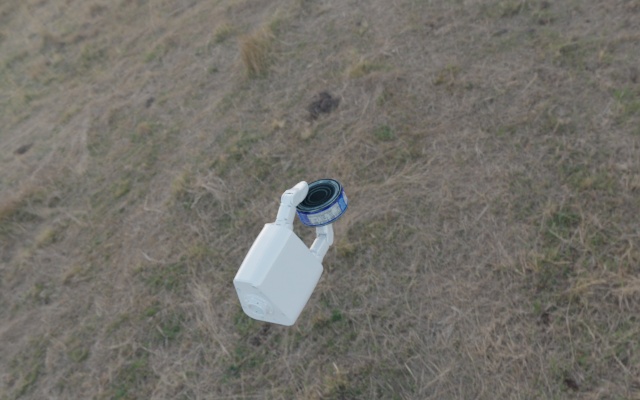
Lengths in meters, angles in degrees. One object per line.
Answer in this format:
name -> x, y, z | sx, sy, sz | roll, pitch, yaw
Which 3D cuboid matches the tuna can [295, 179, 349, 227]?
tuna can -> 0.000, 0.002, 0.773 | 0.086, 0.034, 0.086 | -17, 35, 12
